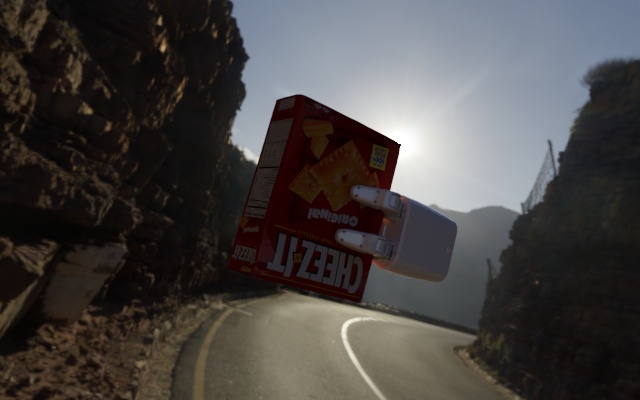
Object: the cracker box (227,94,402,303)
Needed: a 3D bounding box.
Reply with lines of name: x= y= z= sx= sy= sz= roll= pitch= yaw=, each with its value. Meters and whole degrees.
cracker box: x=0.000 y=0.002 z=0.583 sx=0.164 sy=0.213 sz=0.072 roll=21 pitch=-10 yaw=-33
